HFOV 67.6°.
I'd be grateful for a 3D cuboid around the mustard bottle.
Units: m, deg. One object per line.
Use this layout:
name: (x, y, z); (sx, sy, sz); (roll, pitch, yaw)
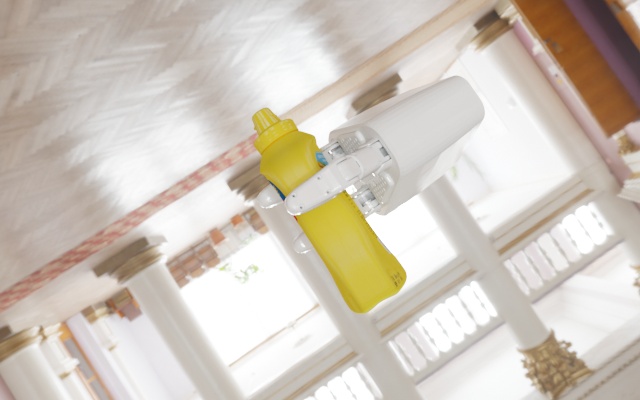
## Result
mustard bottle: (0.000, 0.002, 0.416); (0.058, 0.191, 0.096); (-34, -3, 6)
